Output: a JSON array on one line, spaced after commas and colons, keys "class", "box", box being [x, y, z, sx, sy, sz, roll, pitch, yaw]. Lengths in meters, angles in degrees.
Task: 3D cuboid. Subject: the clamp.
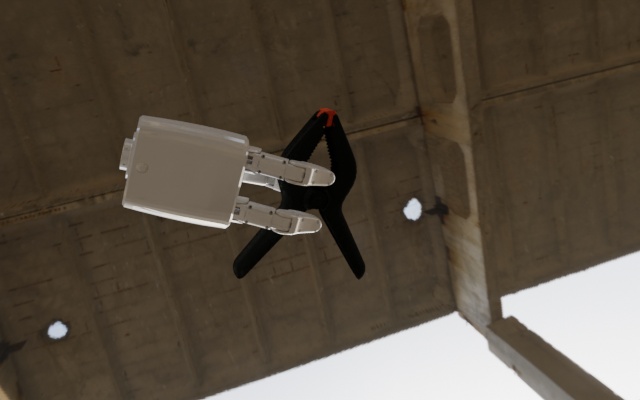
[{"class": "clamp", "box": [0.000, 0.001, 0.556, 0.164, 0.210, 0.036, 11, 12, -24]}]
